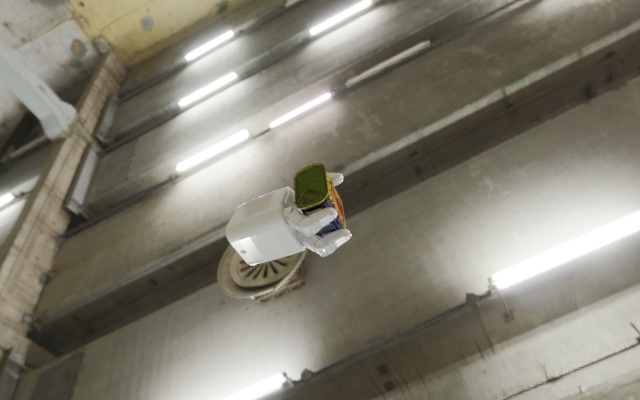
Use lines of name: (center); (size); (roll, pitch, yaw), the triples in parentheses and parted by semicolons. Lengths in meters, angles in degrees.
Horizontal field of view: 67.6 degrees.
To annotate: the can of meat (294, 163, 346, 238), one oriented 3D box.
can of meat: (0.000, 0.003, 0.792); (0.057, 0.084, 0.102); (-21, 39, 12)
